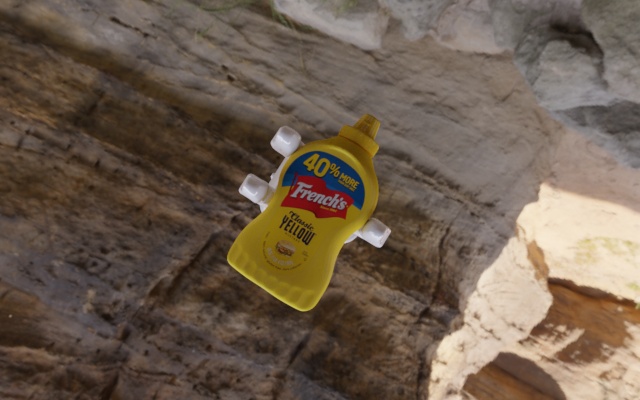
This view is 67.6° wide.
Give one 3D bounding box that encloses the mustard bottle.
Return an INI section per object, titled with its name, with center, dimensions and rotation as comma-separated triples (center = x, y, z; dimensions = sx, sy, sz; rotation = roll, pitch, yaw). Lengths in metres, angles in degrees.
[mustard bottle]
center = 0.000, 0.002, 0.458
dimensions = 0.096, 0.191, 0.058
rotation = 32, -3, 12
